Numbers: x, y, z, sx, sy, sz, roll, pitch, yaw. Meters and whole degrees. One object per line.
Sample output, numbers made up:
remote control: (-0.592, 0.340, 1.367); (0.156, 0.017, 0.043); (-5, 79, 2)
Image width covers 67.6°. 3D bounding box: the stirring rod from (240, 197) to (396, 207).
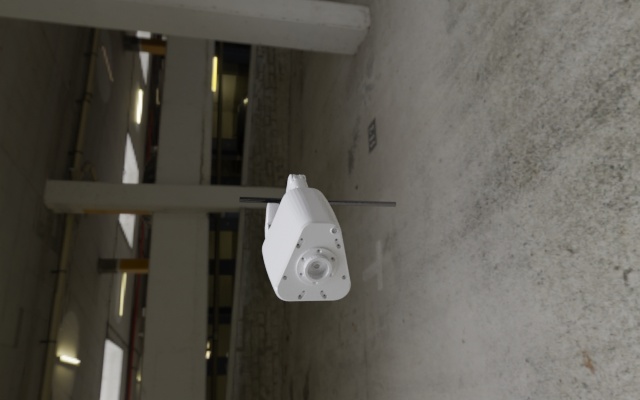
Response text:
stirring rod: (0.000, 0.002, 0.718); (0.239, 0.011, 0.011); (2, -1, -14)
